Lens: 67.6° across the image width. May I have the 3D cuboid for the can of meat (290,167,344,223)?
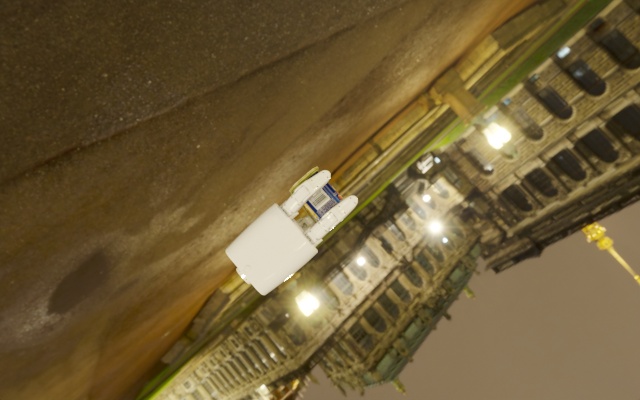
[{"bbox_3d":[0.000,0.003,0.759,0.057,0.084,0.102,-41,-6,-7],"label":"can of meat"}]
